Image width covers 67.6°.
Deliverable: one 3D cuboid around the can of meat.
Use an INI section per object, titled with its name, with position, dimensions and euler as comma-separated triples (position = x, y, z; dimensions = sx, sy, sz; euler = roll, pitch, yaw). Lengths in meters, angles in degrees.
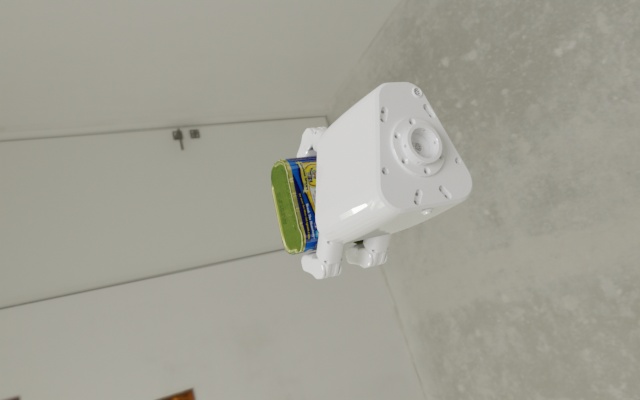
[can of meat]
position = 0.000, 0.002, 0.500
dimensions = 0.084, 0.102, 0.057
euler = -9, -9, -27
